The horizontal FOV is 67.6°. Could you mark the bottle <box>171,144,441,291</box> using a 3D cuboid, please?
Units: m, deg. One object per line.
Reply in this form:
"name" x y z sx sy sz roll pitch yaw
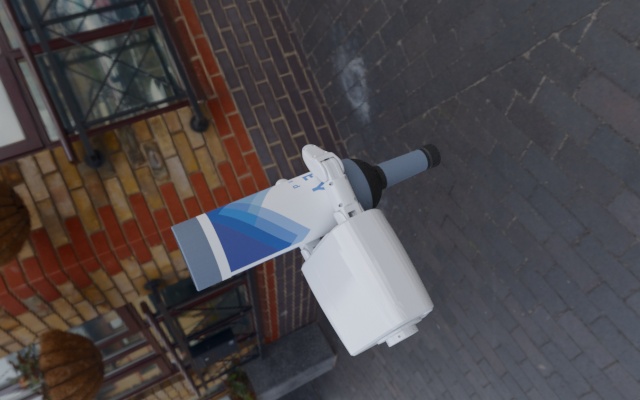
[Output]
"bottle" 0.000 0.002 0.498 0.295 0.069 0.069 -23 7 -19
